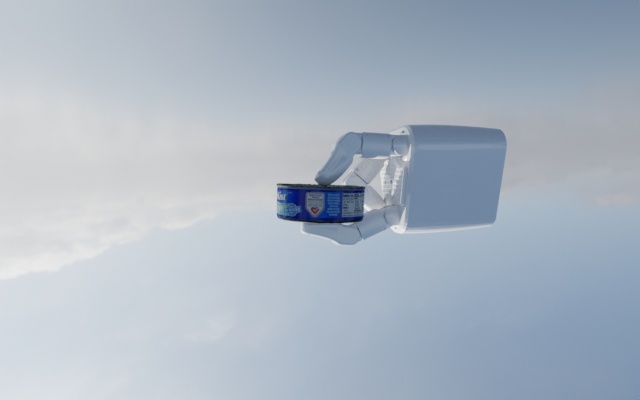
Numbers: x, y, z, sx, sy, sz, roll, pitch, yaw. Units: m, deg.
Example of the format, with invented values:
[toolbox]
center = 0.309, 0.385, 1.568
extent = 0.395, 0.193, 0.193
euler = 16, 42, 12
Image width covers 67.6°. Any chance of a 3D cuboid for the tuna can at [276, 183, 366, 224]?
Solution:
[tuna can]
center = 0.000, 0.002, 0.461
extent = 0.086, 0.034, 0.086
euler = 2, 3, 0
